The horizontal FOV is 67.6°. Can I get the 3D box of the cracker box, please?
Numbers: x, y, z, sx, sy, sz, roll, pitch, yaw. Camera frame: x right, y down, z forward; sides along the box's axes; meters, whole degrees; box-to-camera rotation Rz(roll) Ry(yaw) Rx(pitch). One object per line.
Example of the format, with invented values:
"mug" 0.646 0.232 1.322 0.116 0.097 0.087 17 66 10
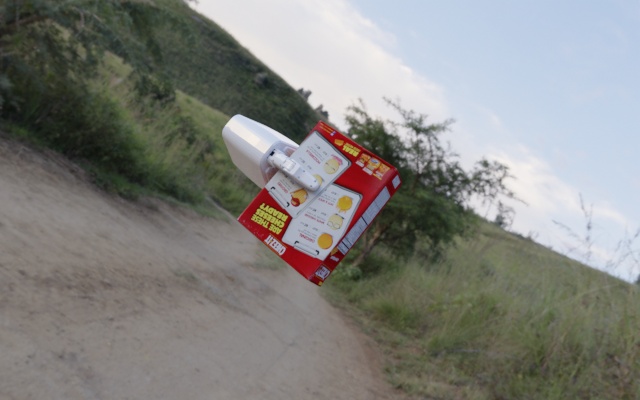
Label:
"cracker box" 0.000 0.002 0.763 0.164 0.213 0.072 36 -6 27
